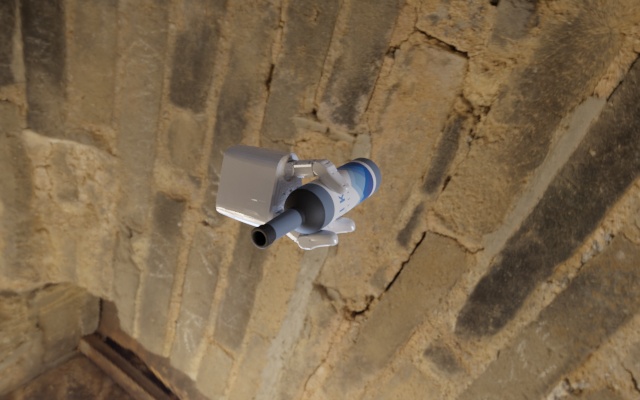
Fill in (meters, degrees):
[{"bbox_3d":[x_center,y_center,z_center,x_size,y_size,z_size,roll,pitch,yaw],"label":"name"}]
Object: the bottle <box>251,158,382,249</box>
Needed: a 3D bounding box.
[{"bbox_3d":[0.000,0.002,0.690,0.069,0.069,0.295,0,17,31],"label":"bottle"}]
